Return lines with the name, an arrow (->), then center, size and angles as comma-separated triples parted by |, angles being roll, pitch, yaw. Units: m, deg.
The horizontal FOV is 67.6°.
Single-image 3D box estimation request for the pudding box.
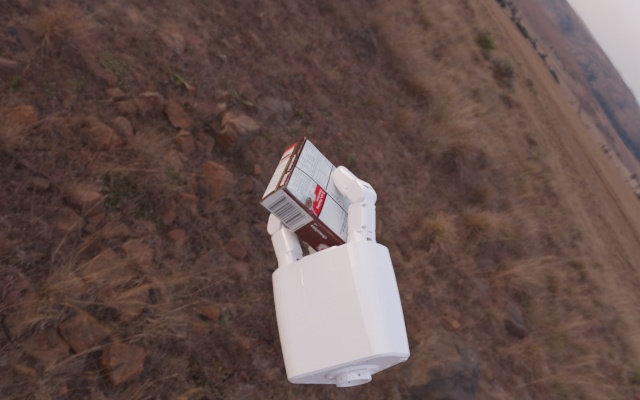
pudding box -> 0.000, 0.002, 0.504 | 0.039, 0.113, 0.090 | -30, 27, 34
